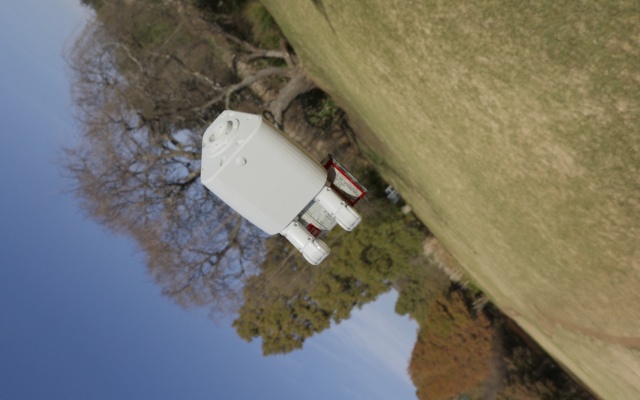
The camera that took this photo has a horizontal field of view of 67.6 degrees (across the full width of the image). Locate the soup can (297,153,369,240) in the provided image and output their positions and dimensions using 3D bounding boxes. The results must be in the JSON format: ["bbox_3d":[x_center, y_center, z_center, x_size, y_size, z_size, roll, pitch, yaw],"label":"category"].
[{"bbox_3d":[0.000,0.002,0.586,0.068,0.102,0.068,43,5,-5],"label":"soup can"}]
